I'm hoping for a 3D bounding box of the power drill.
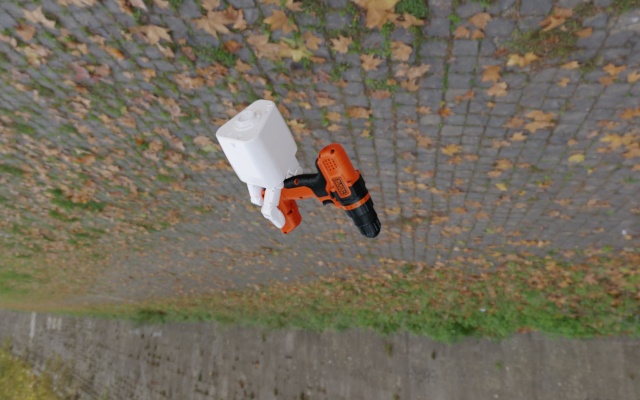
[{"bbox_3d":[0.000,0.003,0.858,0.188,0.184,0.057,-17,20,31],"label":"power drill"}]
